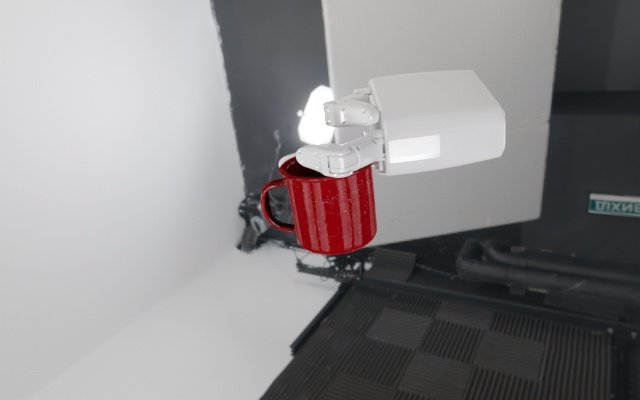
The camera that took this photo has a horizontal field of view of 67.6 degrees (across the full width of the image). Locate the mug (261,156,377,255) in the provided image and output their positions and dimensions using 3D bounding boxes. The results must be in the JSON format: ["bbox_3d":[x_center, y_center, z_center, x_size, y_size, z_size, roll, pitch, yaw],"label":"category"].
[{"bbox_3d":[-0.001,0.002,0.468,0.117,0.081,0.093,-8,22,2],"label":"mug"}]
